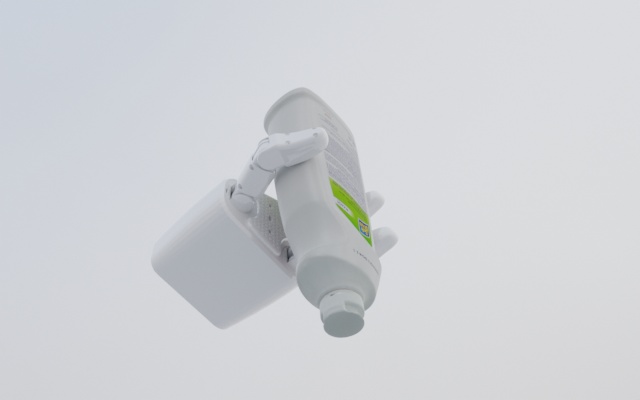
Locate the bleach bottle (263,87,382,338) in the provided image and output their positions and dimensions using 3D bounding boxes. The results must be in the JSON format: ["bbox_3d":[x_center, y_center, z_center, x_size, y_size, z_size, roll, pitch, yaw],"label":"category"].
[{"bbox_3d":[0.000,0.001,0.413,0.068,0.250,0.103,-38,-57,22],"label":"bleach bottle"}]
